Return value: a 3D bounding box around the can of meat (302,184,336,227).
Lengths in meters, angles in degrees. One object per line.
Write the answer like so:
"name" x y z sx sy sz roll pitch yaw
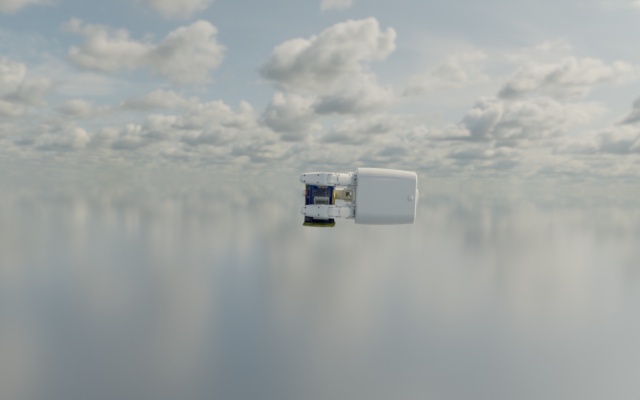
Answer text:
"can of meat" 0.000 0.003 0.871 0.057 0.084 0.102 3 2 3
